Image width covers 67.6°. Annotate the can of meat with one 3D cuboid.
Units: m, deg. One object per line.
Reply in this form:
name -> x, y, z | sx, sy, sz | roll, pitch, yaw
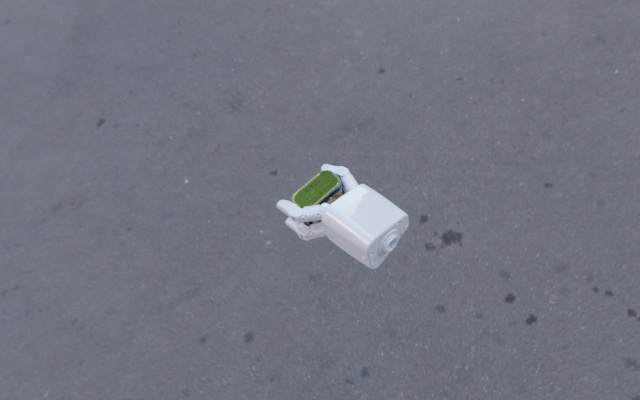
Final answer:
can of meat -> 0.000, 0.003, 0.895 | 0.057, 0.102, 0.084 | 40, -17, 32
